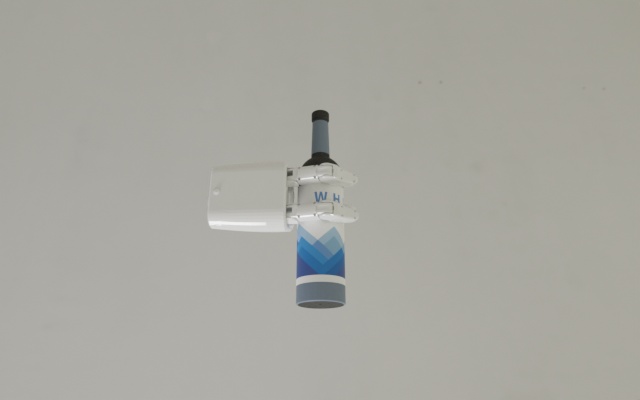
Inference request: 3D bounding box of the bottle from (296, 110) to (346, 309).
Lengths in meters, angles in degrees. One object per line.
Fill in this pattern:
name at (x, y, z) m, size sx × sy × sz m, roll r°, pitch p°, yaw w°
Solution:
bottle at (0.000, 0.002, 0.689) m, size 0.069 × 0.295 × 0.069 m, roll 0°, pitch -22°, yaw 0°
